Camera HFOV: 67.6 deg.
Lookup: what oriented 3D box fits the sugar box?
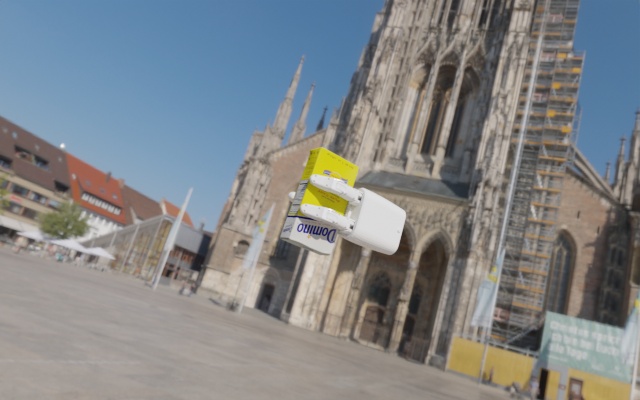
[{"bbox_3d":[0.001,0.003,0.863,0.093,0.176,0.048,25,-16,-28],"label":"sugar box"}]
